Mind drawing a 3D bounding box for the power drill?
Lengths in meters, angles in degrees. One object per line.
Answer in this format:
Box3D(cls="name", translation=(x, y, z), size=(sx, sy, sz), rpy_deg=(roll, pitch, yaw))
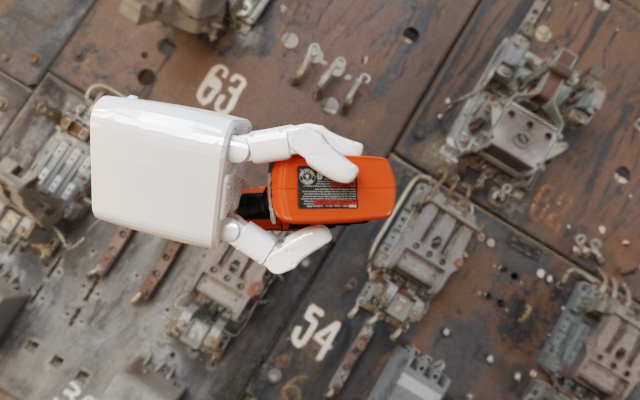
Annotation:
Box3D(cls="power drill", translation=(0.000, 0.001, 0.472), size=(0.184, 0.057, 0.188), rpy_deg=(-3, -7, -18))
